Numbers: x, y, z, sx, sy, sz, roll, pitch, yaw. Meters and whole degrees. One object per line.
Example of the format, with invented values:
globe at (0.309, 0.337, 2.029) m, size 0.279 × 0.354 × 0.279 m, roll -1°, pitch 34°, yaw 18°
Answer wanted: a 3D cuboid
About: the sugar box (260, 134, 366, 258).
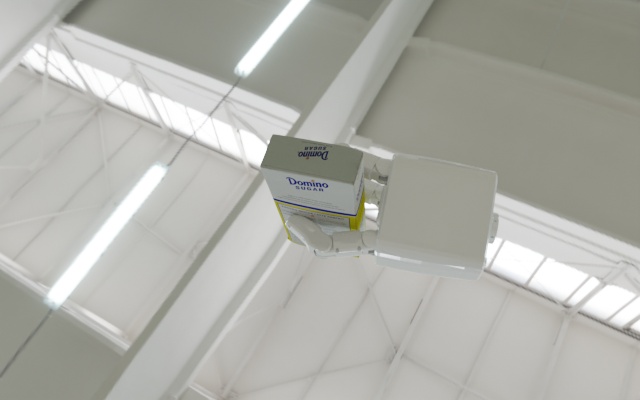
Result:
sugar box at (0.000, 0.001, 0.514) m, size 0.093 × 0.048 × 0.176 m, roll 12°, pitch -29°, yaw 11°
